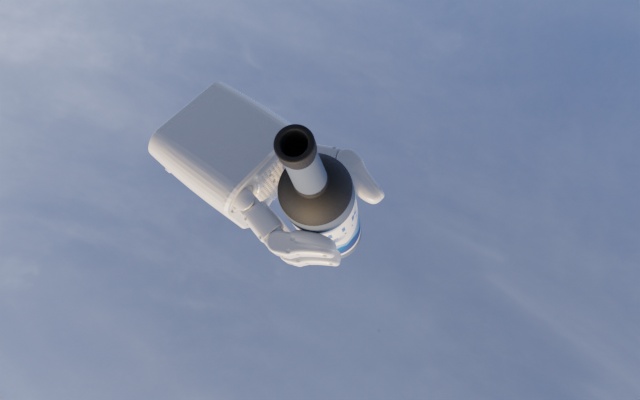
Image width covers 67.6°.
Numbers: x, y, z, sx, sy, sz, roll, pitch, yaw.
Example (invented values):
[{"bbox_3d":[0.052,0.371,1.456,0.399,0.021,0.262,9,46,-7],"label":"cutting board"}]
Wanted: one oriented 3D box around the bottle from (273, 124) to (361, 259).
[{"bbox_3d":[0.000,0.002,0.448,0.069,0.069,0.296,0,-15,7],"label":"bottle"}]
